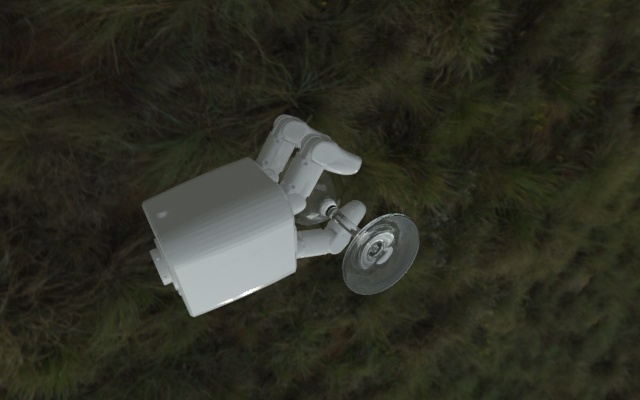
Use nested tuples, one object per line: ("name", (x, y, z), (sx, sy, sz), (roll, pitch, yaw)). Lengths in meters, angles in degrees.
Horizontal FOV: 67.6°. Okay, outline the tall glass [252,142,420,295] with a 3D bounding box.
("tall glass", (0.001, 0.002, 0.453), (0.079, 0.079, 0.201), (0, 25, -33))
